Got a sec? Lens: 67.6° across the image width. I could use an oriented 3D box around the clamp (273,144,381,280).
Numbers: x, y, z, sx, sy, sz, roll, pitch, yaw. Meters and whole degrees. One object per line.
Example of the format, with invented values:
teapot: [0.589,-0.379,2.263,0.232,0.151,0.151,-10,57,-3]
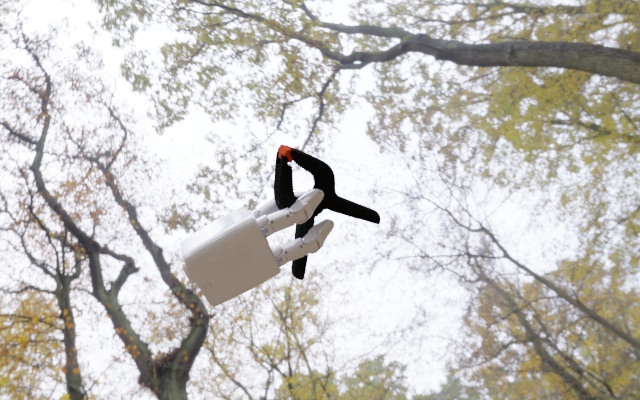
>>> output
clamp: [-0.001,0.002,0.699,0.164,0.210,0.036,-30,33,-14]
